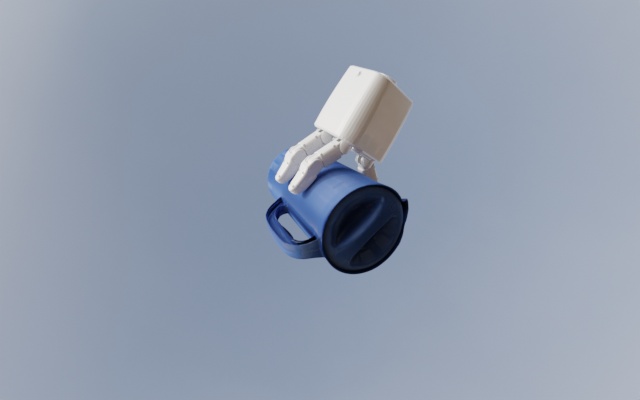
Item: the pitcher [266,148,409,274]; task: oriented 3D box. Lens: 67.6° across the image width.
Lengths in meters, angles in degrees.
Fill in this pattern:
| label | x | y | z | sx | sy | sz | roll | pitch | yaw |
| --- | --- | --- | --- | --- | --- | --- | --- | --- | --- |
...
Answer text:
| label | x | y | z | sx | sy | sz | roll | pitch | yaw |
| --- | --- | --- | --- | --- | --- | --- | --- | --- | --- |
| pitcher | 0.000 | 0.002 | 0.726 | 0.149 | 0.145 | 0.242 | 24 | 8 | -35 |
